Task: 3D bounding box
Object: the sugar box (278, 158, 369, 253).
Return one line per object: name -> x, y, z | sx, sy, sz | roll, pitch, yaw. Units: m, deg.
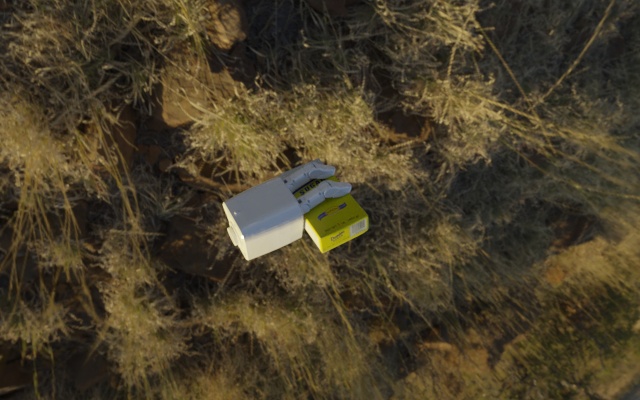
sugar box -> 0.000, 0.002, 0.832 | 0.093, 0.048, 0.176 | -25, 50, -16
